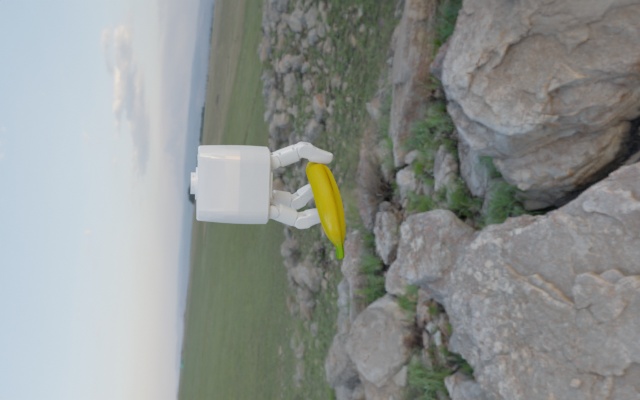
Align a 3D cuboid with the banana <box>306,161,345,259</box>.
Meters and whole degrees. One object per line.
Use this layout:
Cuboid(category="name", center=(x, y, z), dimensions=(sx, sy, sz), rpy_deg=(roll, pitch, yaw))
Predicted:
Cuboid(category="banana", center=(0.004, -0.008, 0.722), dimensions=(0.037, 0.197, 0.070), rpy_deg=(-1, -43, -15))
